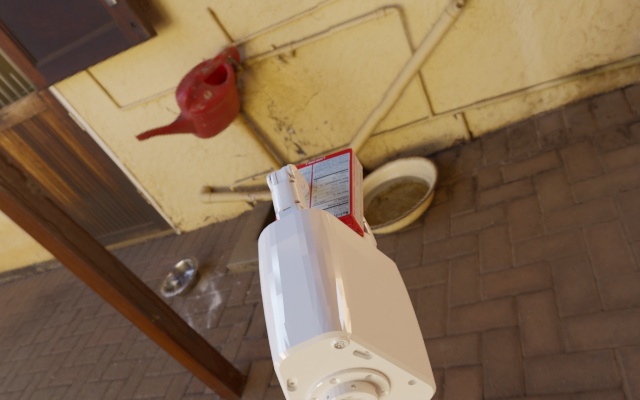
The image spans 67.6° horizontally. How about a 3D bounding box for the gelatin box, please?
[{"bbox_3d":[0.000,0.001,0.422,0.073,0.089,0.030,-18,-47,20],"label":"gelatin box"}]
